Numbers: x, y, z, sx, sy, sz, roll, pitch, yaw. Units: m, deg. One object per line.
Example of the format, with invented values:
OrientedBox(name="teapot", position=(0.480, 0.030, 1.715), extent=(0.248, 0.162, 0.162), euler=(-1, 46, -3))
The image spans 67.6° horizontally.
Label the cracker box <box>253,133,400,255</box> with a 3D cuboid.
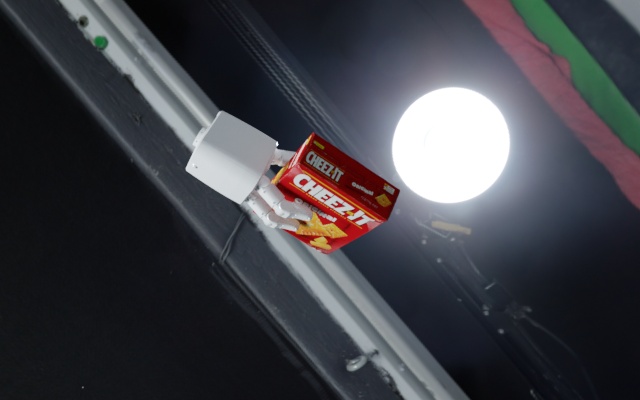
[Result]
OrientedBox(name="cracker box", position=(0.000, 0.002, 0.790), extent=(0.164, 0.072, 0.214), euler=(32, -30, -12))
